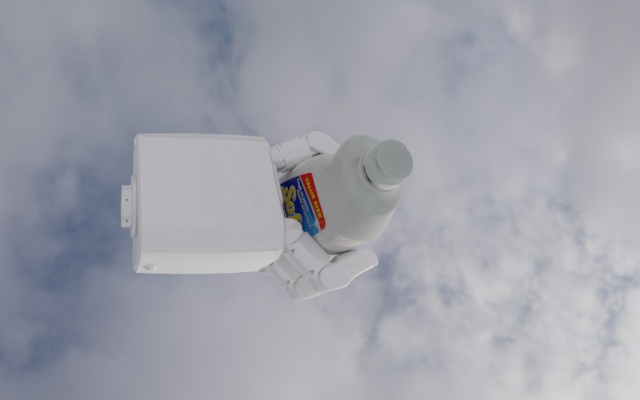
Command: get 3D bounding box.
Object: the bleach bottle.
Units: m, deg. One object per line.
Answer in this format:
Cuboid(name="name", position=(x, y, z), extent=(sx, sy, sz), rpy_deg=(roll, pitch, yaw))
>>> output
Cuboid(name="bleach bottle", position=(0.000, 0.002, 0.426), extent=(0.068, 0.102, 0.251), rpy_deg=(1, -17, -24))
